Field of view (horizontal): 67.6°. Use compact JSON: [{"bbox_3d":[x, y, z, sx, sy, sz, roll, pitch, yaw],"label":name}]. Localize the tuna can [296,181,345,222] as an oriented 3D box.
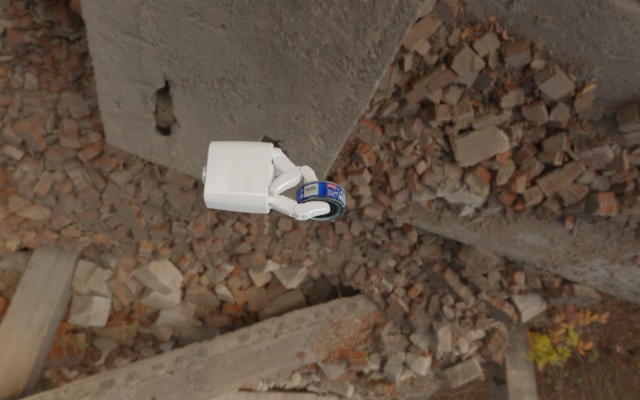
[{"bbox_3d":[0.000,0.003,0.823,0.086,0.033,0.086,0,-31,0],"label":"tuna can"}]
